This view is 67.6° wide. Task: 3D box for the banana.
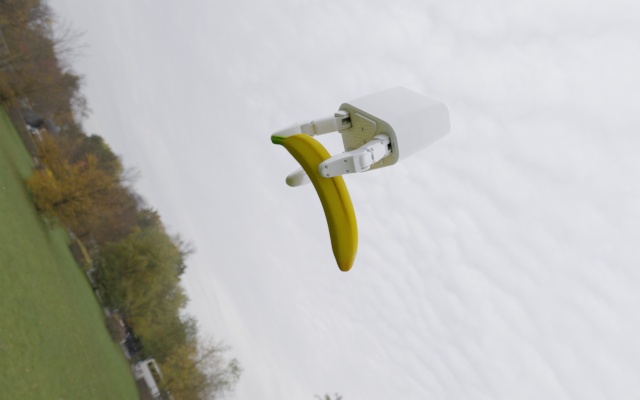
[{"bbox_3d":[0.007,-0.005,0.591,0.037,0.198,0.069,-27,0,-32],"label":"banana"}]
